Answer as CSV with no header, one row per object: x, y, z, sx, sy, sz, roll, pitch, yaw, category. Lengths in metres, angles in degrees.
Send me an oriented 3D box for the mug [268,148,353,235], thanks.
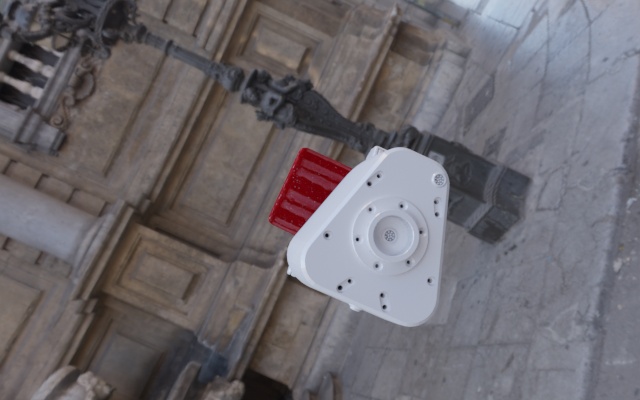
0.000,0.002,0.476,0.081,0.093,0.117,25,-7,-5,mug
